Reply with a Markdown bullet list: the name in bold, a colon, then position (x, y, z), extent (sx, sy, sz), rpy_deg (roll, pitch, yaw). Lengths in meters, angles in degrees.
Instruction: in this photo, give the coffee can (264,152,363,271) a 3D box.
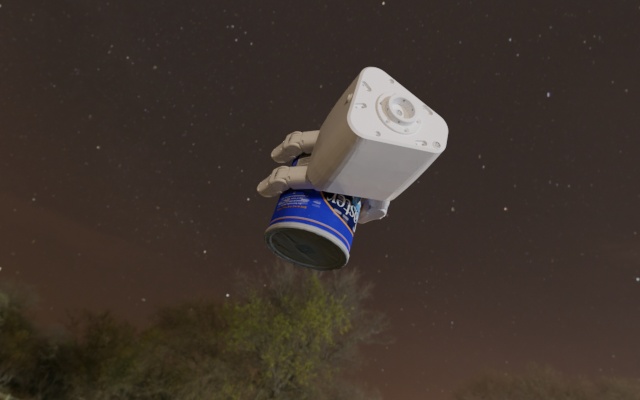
- **coffee can**: position (0.000, 0.002, 0.595), extent (0.103, 0.140, 0.103), rpy_deg (13, -32, 8)
